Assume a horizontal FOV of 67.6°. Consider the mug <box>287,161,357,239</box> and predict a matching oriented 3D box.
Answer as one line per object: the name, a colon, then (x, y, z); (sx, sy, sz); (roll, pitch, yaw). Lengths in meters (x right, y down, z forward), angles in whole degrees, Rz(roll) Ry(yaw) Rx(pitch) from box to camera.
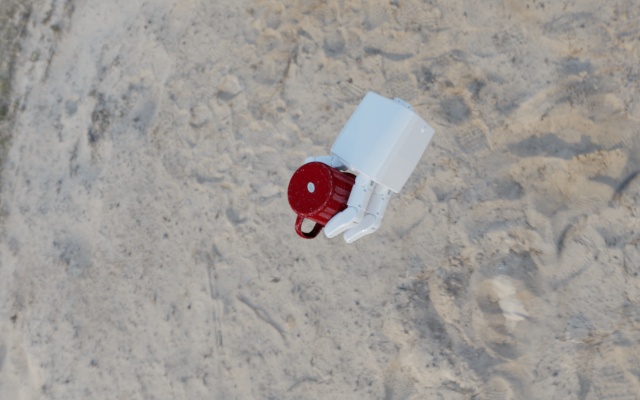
mug: (-0.001, 0.003, 0.691); (0.093, 0.117, 0.081); (36, 8, 37)
